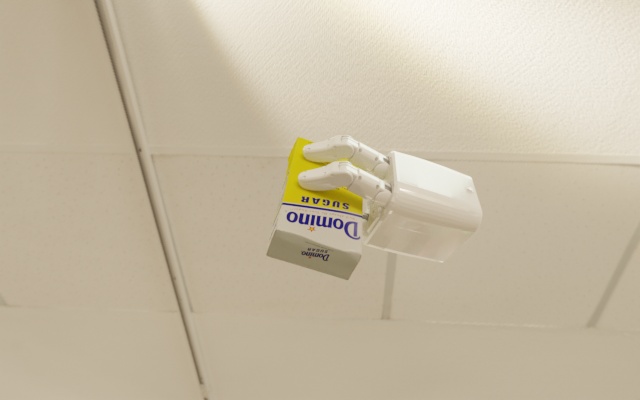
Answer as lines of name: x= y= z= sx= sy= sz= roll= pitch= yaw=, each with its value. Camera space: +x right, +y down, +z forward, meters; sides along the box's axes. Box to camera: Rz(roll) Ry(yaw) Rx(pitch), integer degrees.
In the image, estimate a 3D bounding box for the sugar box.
sugar box: x=0.000 y=0.001 z=0.544 sx=0.093 sy=0.048 sz=0.176 roll=18 pitch=36 yaw=-9
